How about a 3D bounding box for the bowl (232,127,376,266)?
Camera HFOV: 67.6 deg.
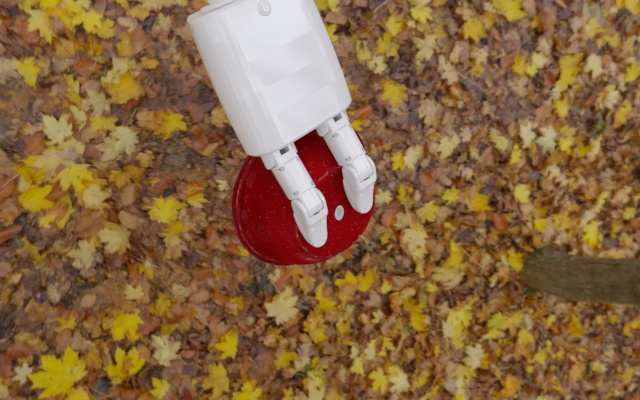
[{"bbox_3d":[0.001,0.002,0.456,0.162,0.162,0.055,0,22,-39],"label":"bowl"}]
